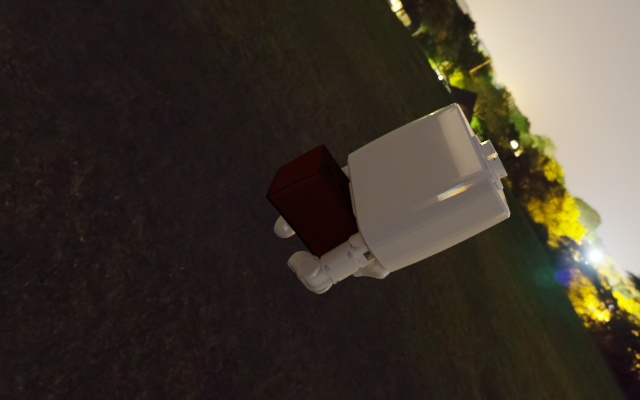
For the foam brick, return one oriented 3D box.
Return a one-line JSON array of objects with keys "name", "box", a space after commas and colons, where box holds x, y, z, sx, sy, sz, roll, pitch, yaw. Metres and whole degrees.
[{"name": "foam brick", "box": [0.000, 0.001, 0.413, 0.051, 0.078, 0.053, -27, 26, 23]}]
